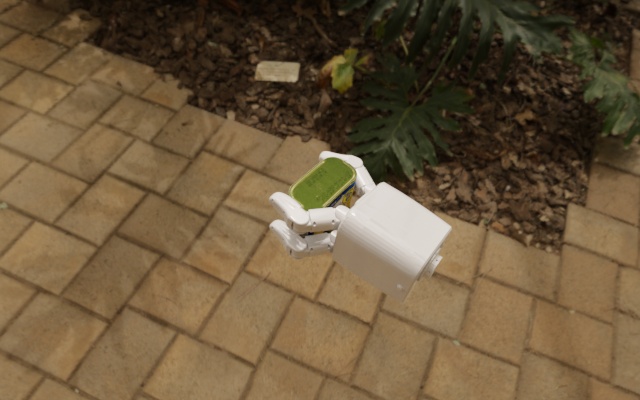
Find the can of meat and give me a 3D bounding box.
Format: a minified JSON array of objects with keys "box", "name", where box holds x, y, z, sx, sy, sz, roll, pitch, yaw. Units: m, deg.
[{"box":[0.000,0.002,0.624,0.057,0.102,0.084,36,-32,18],"name":"can of meat"}]
